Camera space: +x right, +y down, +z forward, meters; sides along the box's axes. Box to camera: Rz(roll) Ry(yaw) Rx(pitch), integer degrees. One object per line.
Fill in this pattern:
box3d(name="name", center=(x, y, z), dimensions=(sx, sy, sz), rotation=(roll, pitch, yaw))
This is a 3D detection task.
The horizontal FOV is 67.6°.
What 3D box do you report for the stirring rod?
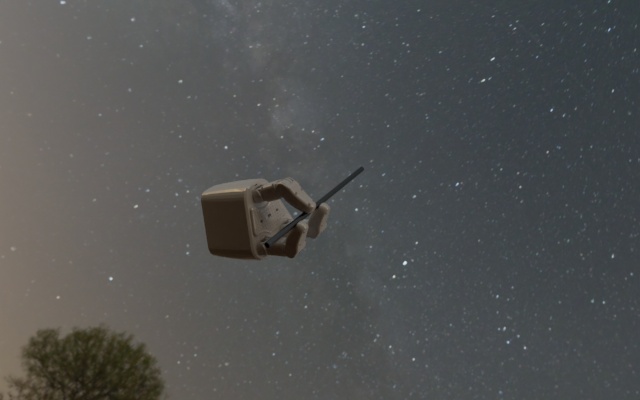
box3d(name="stirring rod", center=(0.000, 0.002, 0.667), dimensions=(0.011, 0.011, 0.239), rotation=(0, 26, 37))
